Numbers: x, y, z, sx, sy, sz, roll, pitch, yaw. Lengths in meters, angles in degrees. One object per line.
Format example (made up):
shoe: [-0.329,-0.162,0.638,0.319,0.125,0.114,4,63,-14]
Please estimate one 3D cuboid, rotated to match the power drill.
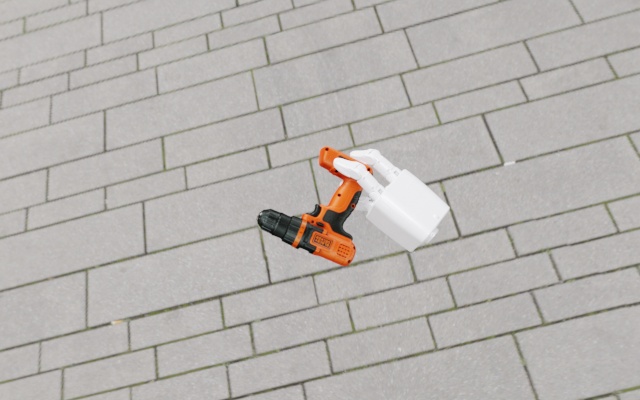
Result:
power drill: [0.001,0.002,0.853,0.184,0.187,0.057,25,-11,-9]
